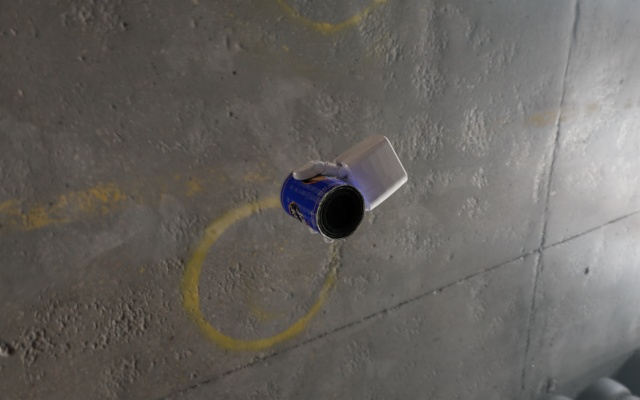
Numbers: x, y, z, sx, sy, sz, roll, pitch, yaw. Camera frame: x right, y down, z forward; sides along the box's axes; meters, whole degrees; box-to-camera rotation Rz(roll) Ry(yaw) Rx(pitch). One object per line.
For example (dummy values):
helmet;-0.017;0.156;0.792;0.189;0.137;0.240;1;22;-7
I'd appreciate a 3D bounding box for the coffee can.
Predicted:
coffee can;0.000;0.003;0.879;0.103;0.103;0.140;0;16;-33
